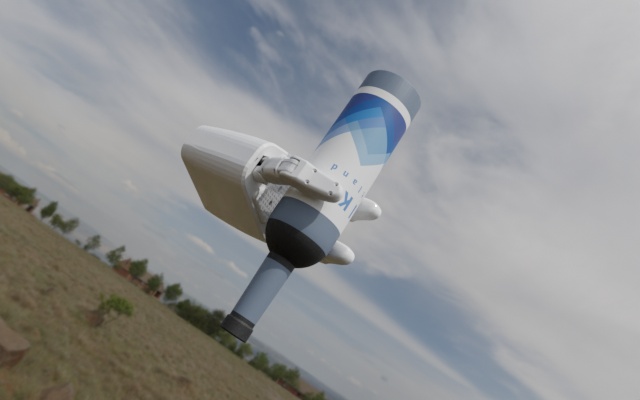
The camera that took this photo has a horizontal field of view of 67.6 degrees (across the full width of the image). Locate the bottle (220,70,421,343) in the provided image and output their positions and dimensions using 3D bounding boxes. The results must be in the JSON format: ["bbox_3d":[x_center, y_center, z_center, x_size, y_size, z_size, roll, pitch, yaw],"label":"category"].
[{"bbox_3d":[0.000,0.001,0.464,0.069,0.295,0.069,30,-18,11],"label":"bottle"}]
